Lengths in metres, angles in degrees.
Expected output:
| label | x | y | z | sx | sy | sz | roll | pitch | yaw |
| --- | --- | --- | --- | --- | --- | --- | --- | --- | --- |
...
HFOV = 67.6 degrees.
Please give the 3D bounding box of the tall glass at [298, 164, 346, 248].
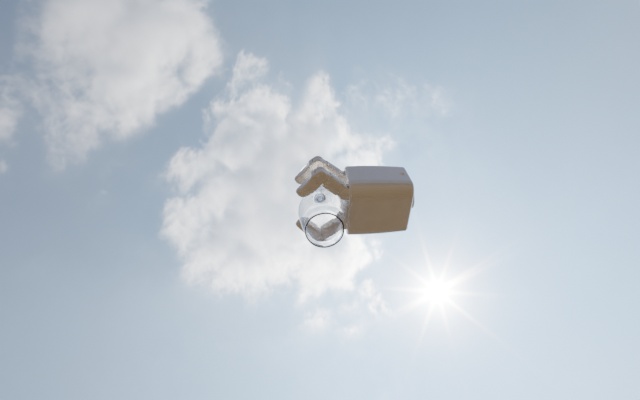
| label | x | y | z | sx | sy | sz | roll | pitch | yaw |
| --- | --- | --- | --- | --- | --- | --- | --- | --- | --- |
| tall glass | 0.000 | 0.002 | 0.820 | 0.079 | 0.079 | 0.201 | 0 | 26 | -4 |
